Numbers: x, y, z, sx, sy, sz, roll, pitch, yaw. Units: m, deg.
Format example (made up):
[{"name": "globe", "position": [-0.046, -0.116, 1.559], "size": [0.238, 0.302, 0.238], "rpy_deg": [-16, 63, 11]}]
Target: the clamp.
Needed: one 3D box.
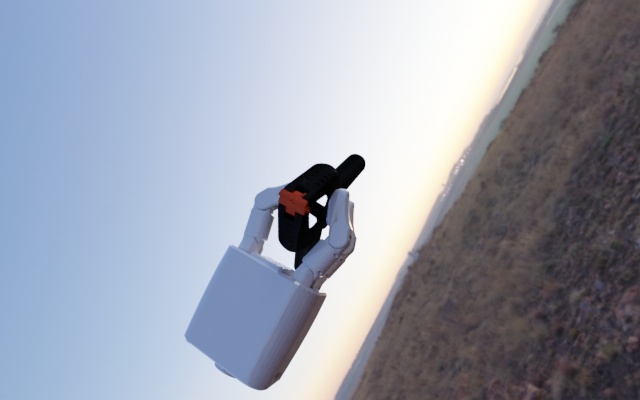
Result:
[{"name": "clamp", "position": [-0.001, 0.001, 0.509], "size": [0.036, 0.164, 0.210], "rpy_deg": [26, -7, 12]}]
